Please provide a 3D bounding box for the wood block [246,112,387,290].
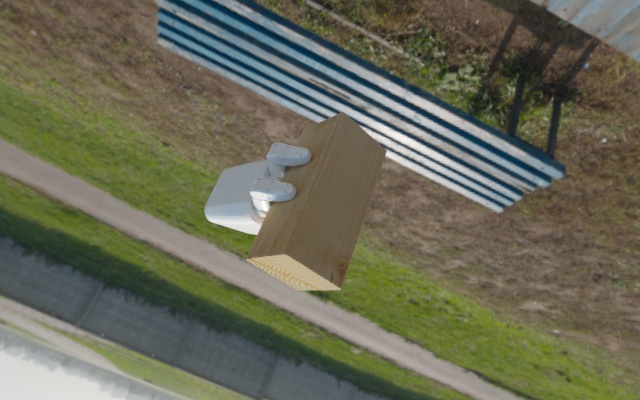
[{"bbox_3d":[0.000,0.002,0.614,0.091,0.206,0.090,37,-30,-29],"label":"wood block"}]
